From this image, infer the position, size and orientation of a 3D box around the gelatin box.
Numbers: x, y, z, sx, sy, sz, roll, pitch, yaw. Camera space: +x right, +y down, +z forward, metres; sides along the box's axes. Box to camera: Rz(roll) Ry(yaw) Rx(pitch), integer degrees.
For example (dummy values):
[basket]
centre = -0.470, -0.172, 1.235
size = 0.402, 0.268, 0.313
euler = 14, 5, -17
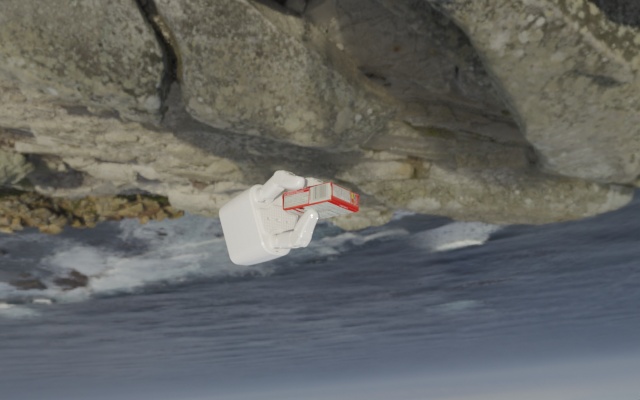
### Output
[gelatin box]
centre = 0.000, 0.003, 0.697
size = 0.089, 0.030, 0.073
euler = -12, -21, 34
